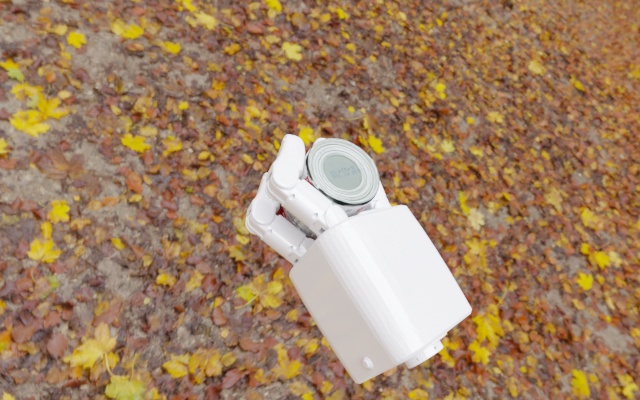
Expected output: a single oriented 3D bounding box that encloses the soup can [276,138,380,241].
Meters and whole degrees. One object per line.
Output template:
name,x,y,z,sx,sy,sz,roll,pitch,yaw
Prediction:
soup can,0.000,0.001,0.426,0.068,0.068,0.102,0,-31,-27
